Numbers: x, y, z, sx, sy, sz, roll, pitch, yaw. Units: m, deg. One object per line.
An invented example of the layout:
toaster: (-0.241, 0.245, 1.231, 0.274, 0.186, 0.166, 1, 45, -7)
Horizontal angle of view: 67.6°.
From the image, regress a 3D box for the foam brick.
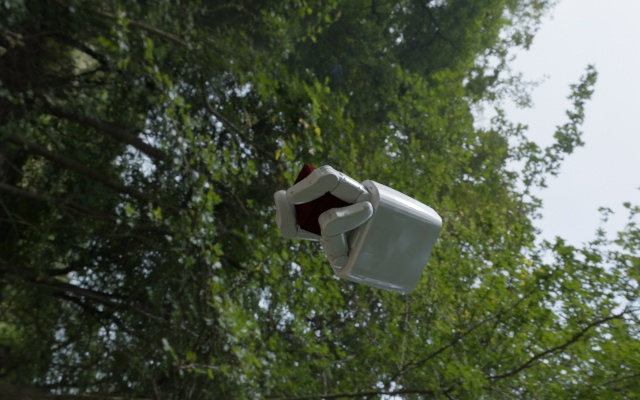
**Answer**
foam brick: (0.000, 0.002, 0.573, 0.051, 0.053, 0.078, 20, 22, -27)
